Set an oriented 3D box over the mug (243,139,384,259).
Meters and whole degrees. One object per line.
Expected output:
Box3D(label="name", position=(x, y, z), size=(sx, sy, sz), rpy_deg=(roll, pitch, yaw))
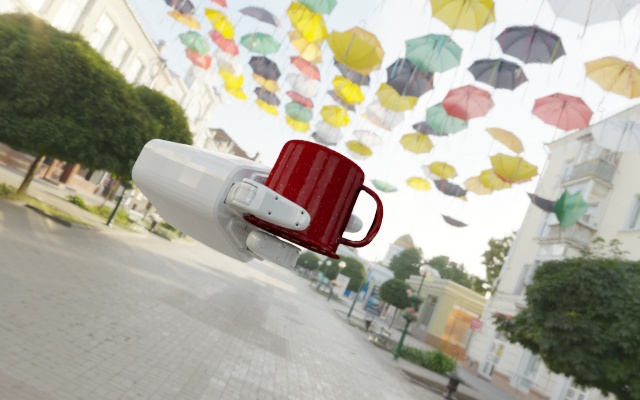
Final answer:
Box3D(label="mug", position=(0.001, 0.002, 0.424), size=(0.117, 0.081, 0.093), rpy_deg=(19, -10, 22))
